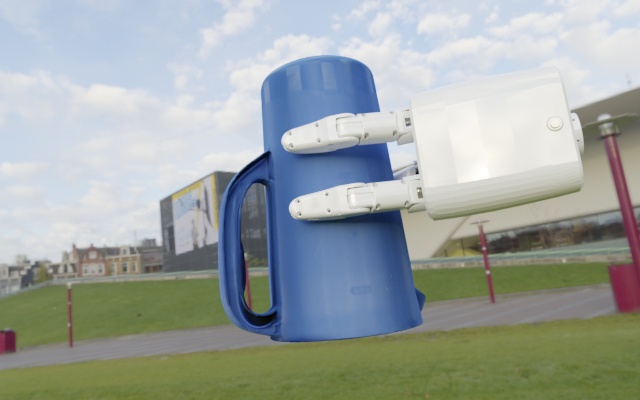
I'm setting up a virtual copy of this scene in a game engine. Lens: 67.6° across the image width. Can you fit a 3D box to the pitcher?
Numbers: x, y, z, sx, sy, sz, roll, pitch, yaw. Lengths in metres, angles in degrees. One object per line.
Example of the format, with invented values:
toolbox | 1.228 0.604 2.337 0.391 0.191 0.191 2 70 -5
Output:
pitcher | 0.000 0.001 0.430 0.145 0.242 0.149 -11 -10 22
